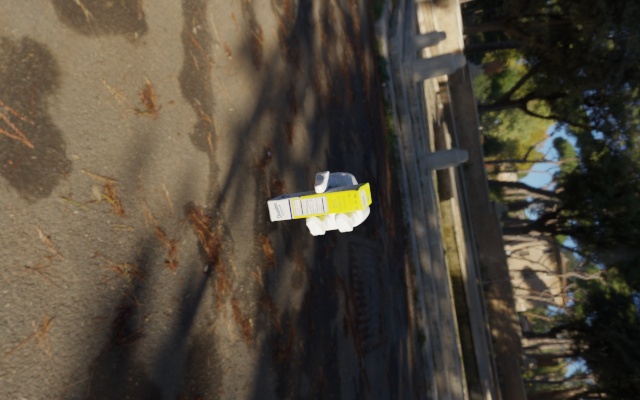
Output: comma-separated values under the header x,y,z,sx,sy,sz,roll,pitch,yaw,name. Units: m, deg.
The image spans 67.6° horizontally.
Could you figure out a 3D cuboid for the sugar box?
x,y,z,sx,sy,sz,roll,pitch,yaw,name
0.000,0.003,0.897,0.176,0.048,0.093,-10,6,17,sugar box
